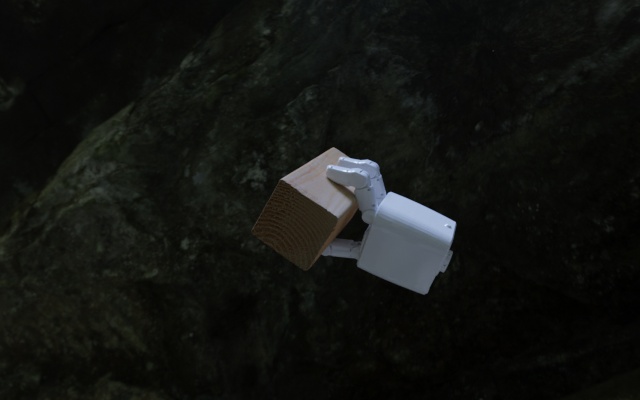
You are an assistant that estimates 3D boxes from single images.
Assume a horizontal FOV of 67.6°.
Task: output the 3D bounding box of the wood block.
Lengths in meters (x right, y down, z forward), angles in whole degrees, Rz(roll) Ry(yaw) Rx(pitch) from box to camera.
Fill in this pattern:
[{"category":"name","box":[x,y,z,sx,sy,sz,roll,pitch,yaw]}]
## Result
[{"category":"wood block","box":[0.000,0.003,0.679,0.090,0.091,0.206,34,25,7]}]
